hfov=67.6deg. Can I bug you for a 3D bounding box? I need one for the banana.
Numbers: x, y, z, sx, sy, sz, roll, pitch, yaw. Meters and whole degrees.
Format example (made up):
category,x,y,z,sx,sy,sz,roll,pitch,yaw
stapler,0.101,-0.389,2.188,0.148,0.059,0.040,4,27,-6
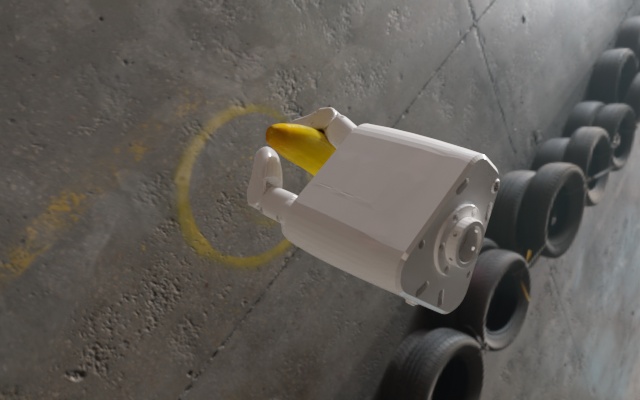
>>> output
category,x,y,z,sx,sy,sz,roll,pitch,yaw
banana,0.015,-0.008,0.452,0.069,0.198,0.037,-41,45,-16
